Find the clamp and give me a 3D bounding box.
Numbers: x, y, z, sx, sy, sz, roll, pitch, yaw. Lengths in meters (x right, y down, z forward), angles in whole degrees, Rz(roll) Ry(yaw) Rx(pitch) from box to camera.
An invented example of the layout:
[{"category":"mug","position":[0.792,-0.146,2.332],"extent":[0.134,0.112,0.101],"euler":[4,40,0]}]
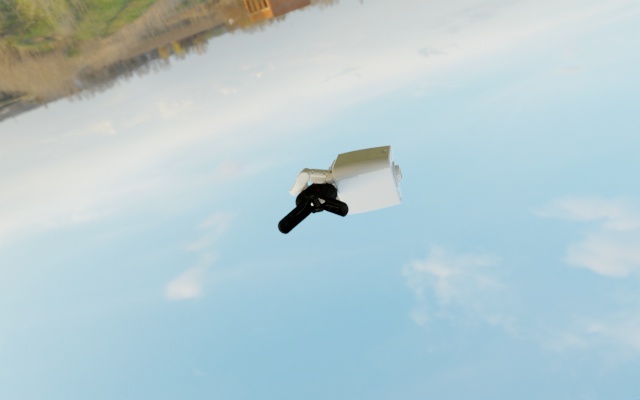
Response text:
[{"category":"clamp","position":[0.000,0.003,0.837],"extent":[0.120,0.039,0.171],"euler":[-8,24,15]}]
